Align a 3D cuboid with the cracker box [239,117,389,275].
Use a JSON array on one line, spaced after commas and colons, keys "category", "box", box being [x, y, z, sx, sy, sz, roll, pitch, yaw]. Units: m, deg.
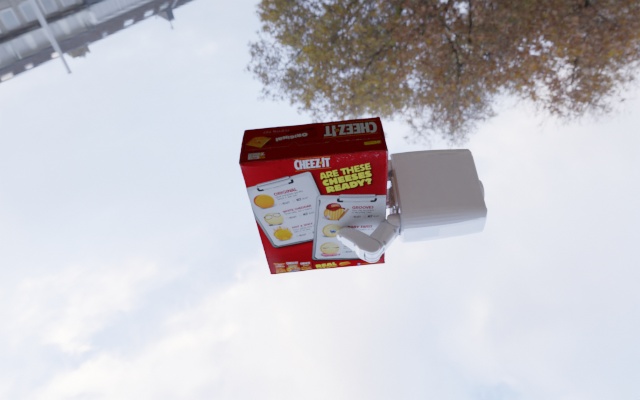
[{"category": "cracker box", "box": [0.000, 0.002, 0.609, 0.164, 0.072, 0.214, -6, -43, 2]}]
